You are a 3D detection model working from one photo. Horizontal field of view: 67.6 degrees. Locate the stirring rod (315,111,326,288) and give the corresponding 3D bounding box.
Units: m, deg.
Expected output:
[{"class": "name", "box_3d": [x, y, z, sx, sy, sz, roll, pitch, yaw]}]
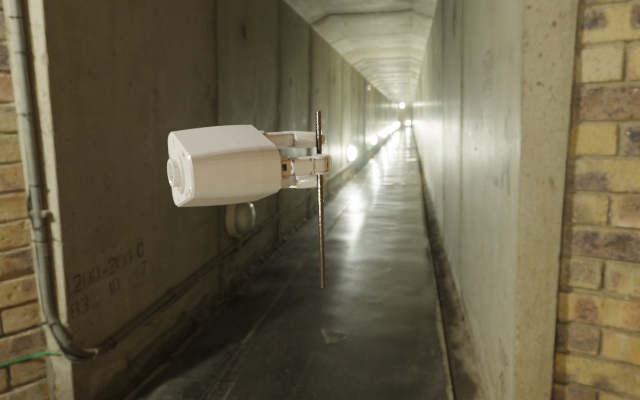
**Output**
[{"class": "stirring rod", "box_3d": [0.000, 0.002, 0.642, 0.011, 0.239, 0.011, -1, 11, 0]}]
